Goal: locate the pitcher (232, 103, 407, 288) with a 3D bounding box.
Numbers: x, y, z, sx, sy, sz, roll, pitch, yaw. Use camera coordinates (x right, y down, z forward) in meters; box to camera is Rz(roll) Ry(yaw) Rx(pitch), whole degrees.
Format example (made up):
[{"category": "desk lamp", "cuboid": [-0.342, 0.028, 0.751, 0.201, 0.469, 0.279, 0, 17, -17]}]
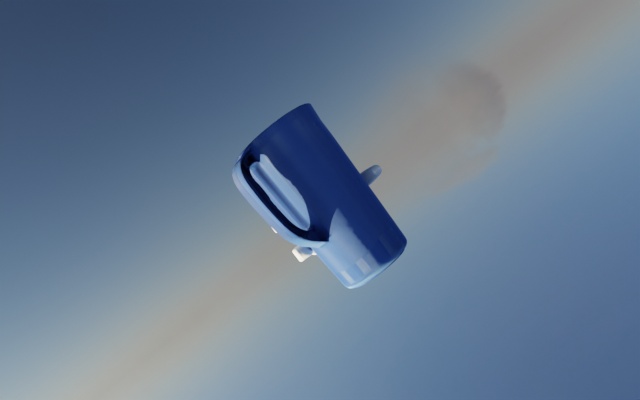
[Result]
[{"category": "pitcher", "cuboid": [0.000, 0.002, 0.654, 0.149, 0.243, 0.145, -39, -1, -5]}]
